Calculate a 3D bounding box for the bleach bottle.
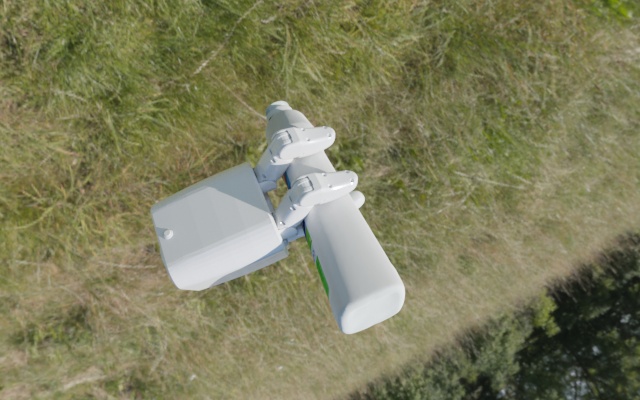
[{"bbox_3d":[0.000,0.002,0.488,0.068,0.250,0.103,-23,-28,-6],"label":"bleach bottle"}]
